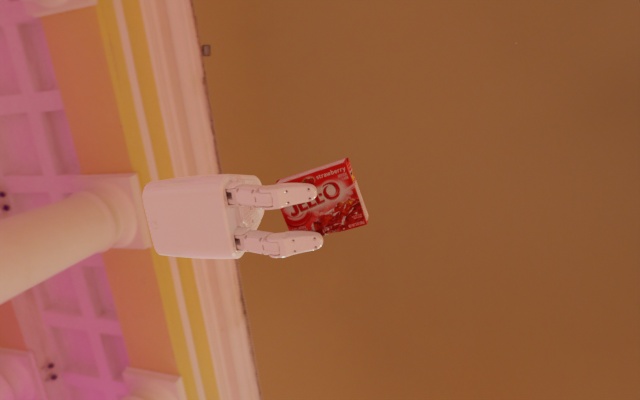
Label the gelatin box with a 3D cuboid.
[{"bbox_3d":[0.000,0.002,0.527,0.089,0.073,0.030,-17,13,14],"label":"gelatin box"}]
